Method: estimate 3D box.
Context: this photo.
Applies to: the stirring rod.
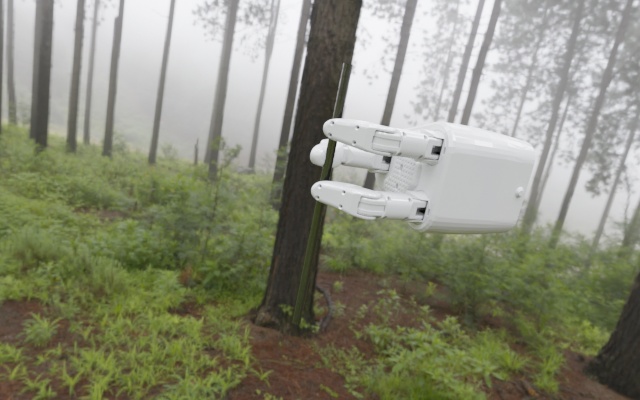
[{"bbox_3d":[0.000,0.001,0.425,0.011,0.239,0.011,11,14,-3],"label":"stirring rod"}]
